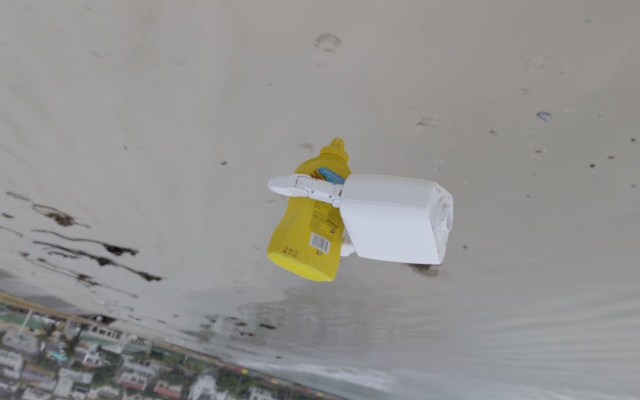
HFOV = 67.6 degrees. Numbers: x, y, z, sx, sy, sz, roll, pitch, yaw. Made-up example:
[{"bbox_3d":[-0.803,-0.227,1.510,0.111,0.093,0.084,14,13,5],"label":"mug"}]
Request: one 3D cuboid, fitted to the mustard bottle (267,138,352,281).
[{"bbox_3d":[0.000,0.002,0.628,0.096,0.191,0.058,31,-25,-32],"label":"mustard bottle"}]
